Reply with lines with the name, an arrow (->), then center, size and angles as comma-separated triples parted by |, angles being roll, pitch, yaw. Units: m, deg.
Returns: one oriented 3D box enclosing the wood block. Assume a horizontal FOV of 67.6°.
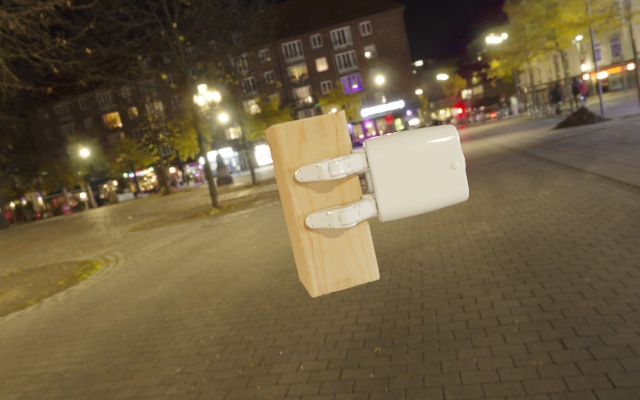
wood block -> 0.000, 0.002, 0.598 | 0.090, 0.206, 0.091 | -14, 7, -10
